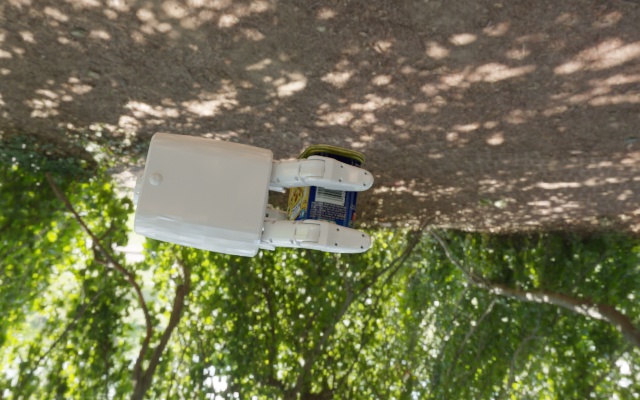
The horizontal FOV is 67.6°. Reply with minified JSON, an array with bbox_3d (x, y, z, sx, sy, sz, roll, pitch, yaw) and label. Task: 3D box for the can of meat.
[{"bbox_3d":[0.000,0.002,0.470,0.057,0.084,0.102,11,-14,-15],"label":"can of meat"}]
